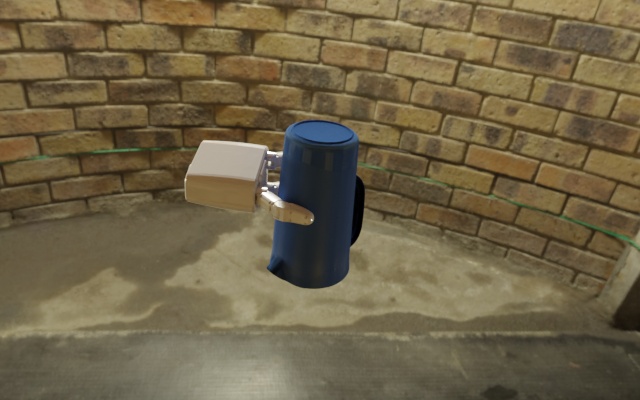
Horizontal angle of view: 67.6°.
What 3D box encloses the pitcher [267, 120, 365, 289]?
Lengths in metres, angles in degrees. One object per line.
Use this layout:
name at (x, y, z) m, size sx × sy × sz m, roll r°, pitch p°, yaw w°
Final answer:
pitcher at (0.000, 0.002, 0.747) m, size 0.145 × 0.243 × 0.149 m, roll 8°, pitch 29°, yaw 3°
